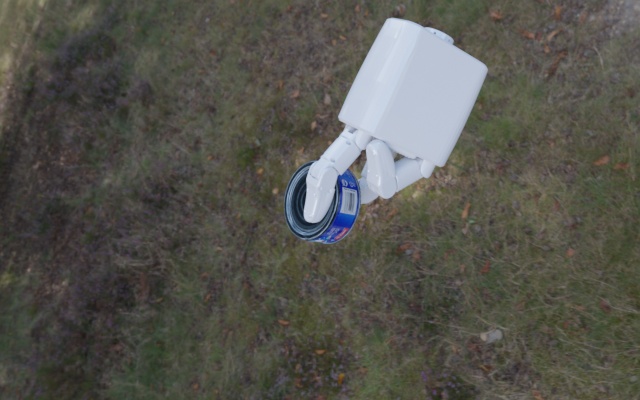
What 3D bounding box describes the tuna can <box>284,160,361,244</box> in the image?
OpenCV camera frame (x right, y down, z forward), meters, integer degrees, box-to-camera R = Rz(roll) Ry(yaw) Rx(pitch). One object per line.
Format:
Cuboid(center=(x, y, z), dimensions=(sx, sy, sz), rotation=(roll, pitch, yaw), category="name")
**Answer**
Cuboid(center=(0.000, 0.002, 0.502), dimensions=(0.034, 0.086, 0.086), rotation=(11, -8, -43), category="tuna can")
